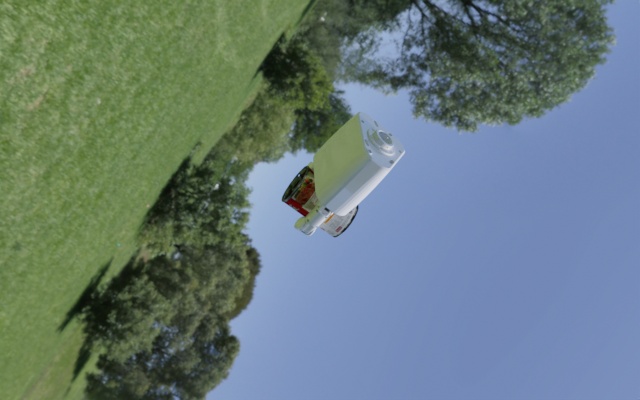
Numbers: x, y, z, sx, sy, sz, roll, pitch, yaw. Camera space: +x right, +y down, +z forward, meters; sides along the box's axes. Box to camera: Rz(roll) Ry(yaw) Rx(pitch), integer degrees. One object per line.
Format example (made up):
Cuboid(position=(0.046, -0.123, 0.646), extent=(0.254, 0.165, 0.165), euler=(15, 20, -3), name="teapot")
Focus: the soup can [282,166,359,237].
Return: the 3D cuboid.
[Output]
Cuboid(position=(0.000, 0.003, 0.743), extent=(0.102, 0.068, 0.068), euler=(36, -10, -14), name="soup can")
